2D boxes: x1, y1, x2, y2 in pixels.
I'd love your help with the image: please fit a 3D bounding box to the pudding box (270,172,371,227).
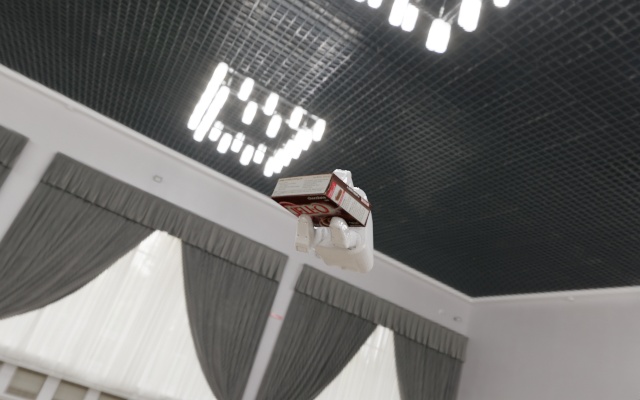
[{"bbox_3d":[0.000,0.002,0.662,0.113,0.039,0.090,-6,-33,45],"label":"pudding box"}]
